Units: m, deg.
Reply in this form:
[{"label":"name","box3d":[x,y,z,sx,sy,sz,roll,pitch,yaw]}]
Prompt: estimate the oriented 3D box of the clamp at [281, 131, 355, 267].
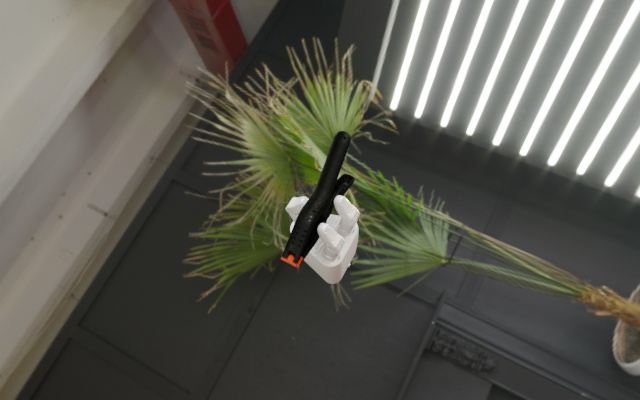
[{"label":"clamp","box3d":[-0.001,0.003,0.745,0.036,0.210,0.165,24,-24,16]}]
